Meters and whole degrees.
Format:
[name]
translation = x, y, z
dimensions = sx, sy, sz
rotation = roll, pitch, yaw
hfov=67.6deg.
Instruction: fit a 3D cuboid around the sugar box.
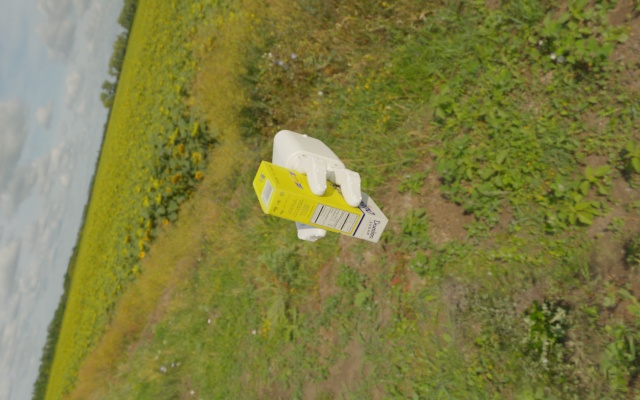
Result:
[sugar box]
translation = 0.000, 0.002, 0.671
dimensions = 0.176, 0.048, 0.093
rotation = 13, 23, -25
